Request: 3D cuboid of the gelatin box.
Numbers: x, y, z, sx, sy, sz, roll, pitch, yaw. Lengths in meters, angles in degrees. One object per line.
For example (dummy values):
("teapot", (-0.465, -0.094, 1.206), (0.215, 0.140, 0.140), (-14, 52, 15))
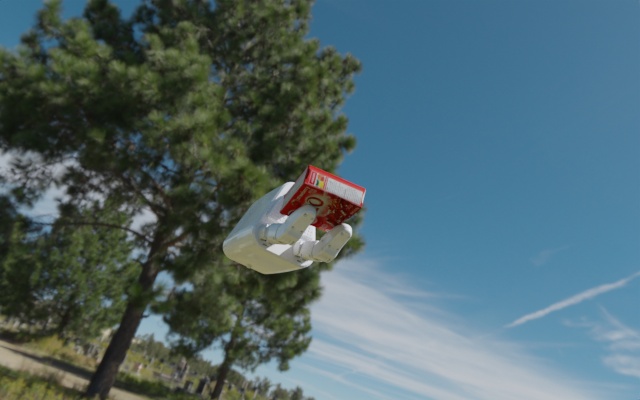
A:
("gelatin box", (0.000, 0.001, 0.566), (0.073, 0.030, 0.089), (23, -31, -14))
